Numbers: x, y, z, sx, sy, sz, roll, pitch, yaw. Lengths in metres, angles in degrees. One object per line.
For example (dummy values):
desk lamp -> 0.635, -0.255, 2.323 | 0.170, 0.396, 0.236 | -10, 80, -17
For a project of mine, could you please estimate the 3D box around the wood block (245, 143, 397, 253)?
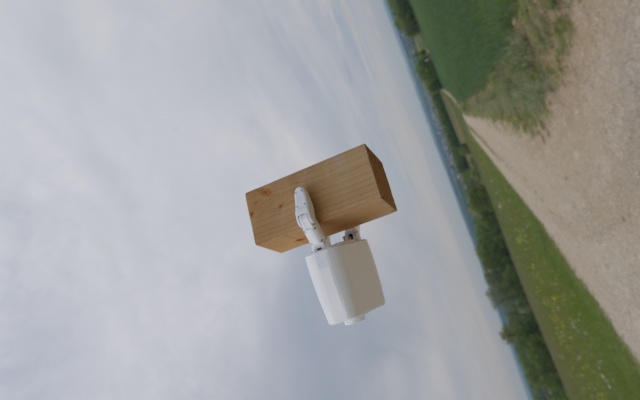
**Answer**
wood block -> 0.000, 0.003, 0.740 | 0.206, 0.090, 0.091 | -21, -22, 17
